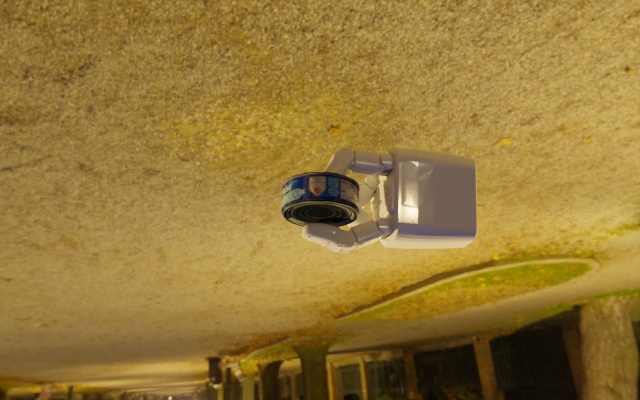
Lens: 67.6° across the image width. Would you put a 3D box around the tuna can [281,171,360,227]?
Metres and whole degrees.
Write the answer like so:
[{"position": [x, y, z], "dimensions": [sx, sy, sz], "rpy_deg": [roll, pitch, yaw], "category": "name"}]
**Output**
[{"position": [0.000, 0.002, 0.521], "dimensions": [0.086, 0.033, 0.086], "rpy_deg": [1, -23, 0], "category": "tuna can"}]
